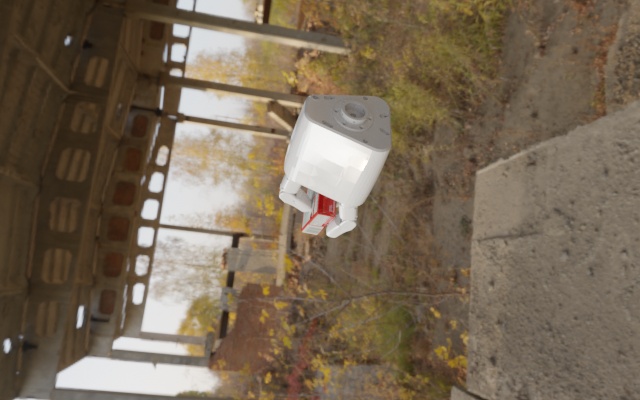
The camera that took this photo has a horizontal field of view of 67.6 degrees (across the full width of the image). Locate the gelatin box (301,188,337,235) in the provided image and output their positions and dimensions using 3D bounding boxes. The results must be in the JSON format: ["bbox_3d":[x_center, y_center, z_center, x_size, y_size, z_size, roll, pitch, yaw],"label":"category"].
[{"bbox_3d":[0.000,0.002,0.700,0.030,0.073,0.089,13,-25,-13],"label":"gelatin box"}]
